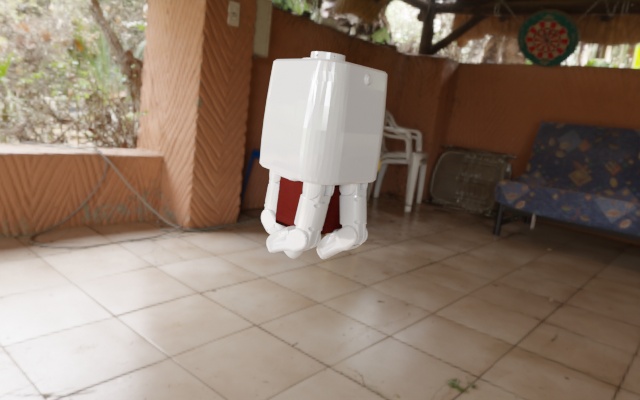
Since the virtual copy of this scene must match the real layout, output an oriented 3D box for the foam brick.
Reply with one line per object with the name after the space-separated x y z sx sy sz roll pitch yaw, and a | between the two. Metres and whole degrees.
0.000 0.002 0.494 0.053 0.051 0.078 17 14 37 | foam brick
